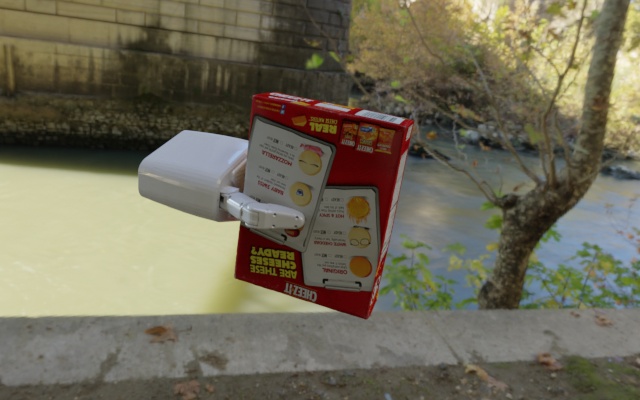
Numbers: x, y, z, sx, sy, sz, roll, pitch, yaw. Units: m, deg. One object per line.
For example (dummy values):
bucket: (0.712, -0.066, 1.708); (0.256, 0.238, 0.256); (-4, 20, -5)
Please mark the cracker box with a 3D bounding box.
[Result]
cracker box: (0.000, 0.002, 0.526); (0.164, 0.214, 0.072); (14, 20, 16)
